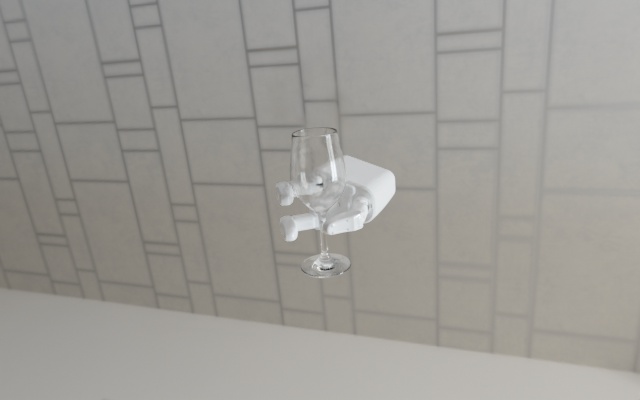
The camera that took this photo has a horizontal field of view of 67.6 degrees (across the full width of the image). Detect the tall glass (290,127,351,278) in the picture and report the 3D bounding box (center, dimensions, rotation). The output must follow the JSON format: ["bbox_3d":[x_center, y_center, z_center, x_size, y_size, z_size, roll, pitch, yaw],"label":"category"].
[{"bbox_3d":[0.000,0.003,0.669,0.079,0.201,0.079,-5,20,2],"label":"tall glass"}]
